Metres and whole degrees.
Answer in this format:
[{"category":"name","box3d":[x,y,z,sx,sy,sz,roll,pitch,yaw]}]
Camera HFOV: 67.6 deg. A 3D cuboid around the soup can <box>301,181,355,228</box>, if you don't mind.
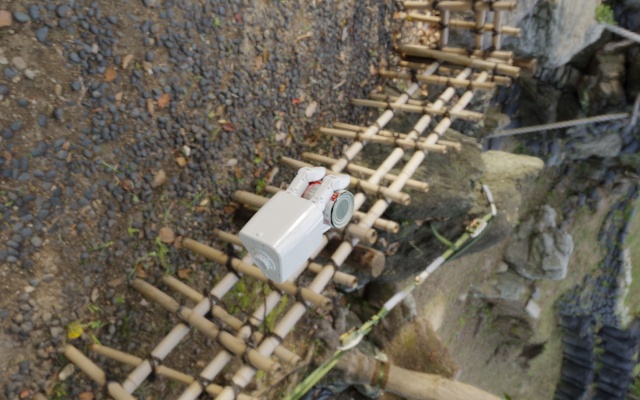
[{"category":"soup can","box3d":[0.001,0.003,0.838,0.102,0.068,0.068,19,11,34]}]
